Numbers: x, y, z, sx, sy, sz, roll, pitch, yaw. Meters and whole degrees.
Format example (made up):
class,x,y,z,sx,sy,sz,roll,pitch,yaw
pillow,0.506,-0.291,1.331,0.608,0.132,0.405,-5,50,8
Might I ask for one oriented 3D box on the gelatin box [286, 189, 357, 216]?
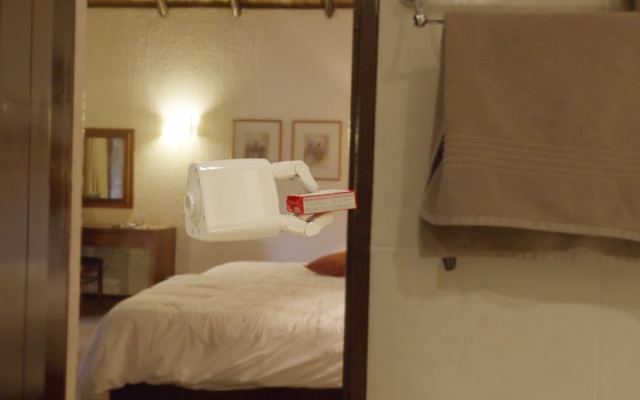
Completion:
class,x,y,z,sx,sy,sz,roll,pitch,yaw
gelatin box,0.000,0.002,0.727,0.089,0.030,0.073,-8,5,-20
